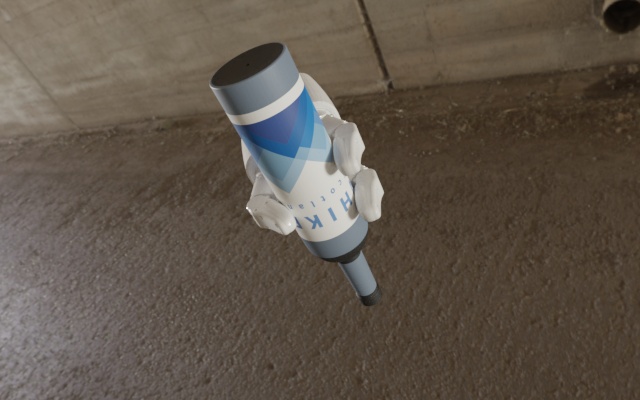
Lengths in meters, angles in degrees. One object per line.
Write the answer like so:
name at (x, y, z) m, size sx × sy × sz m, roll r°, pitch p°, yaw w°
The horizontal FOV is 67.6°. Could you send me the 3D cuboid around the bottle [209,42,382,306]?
bottle at (0.000, 0.001, 0.451) m, size 0.069 × 0.296 × 0.069 m, roll -18°, pitch 36°, yaw 14°
